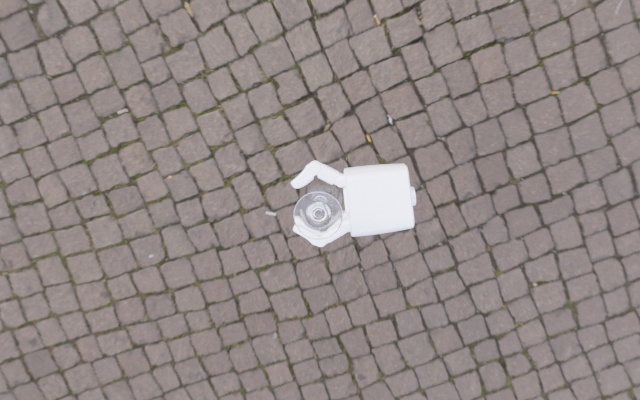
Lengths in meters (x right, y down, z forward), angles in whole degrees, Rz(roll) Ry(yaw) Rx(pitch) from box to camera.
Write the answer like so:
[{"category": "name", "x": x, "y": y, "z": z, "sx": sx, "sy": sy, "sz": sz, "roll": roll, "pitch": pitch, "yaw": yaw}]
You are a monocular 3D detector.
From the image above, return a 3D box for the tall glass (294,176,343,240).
[{"category": "tall glass", "x": 0.000, "y": 0.003, "z": 0.813, "sx": 0.079, "sy": 0.079, "sz": 0.201, "roll": 0, "pitch": 12, "yaw": 2}]
